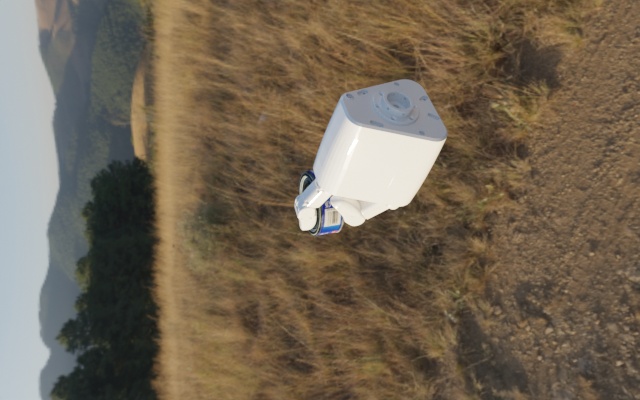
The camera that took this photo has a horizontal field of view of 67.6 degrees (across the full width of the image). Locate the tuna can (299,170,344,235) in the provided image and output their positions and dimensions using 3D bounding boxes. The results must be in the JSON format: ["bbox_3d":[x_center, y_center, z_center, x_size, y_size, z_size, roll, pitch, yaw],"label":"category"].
[{"bbox_3d":[0.000,0.002,0.623,0.034,0.086,0.086,-8,3,-19],"label":"tuna can"}]
